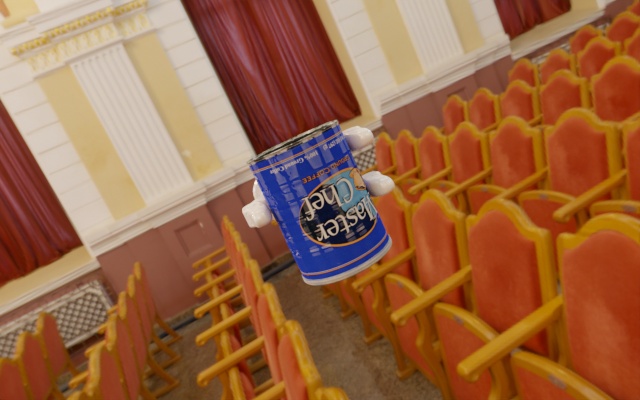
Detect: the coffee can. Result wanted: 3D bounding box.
[{"bbox_3d":[0.000,0.002,0.496,0.103,0.140,0.102,-24,11,5],"label":"coffee can"}]
